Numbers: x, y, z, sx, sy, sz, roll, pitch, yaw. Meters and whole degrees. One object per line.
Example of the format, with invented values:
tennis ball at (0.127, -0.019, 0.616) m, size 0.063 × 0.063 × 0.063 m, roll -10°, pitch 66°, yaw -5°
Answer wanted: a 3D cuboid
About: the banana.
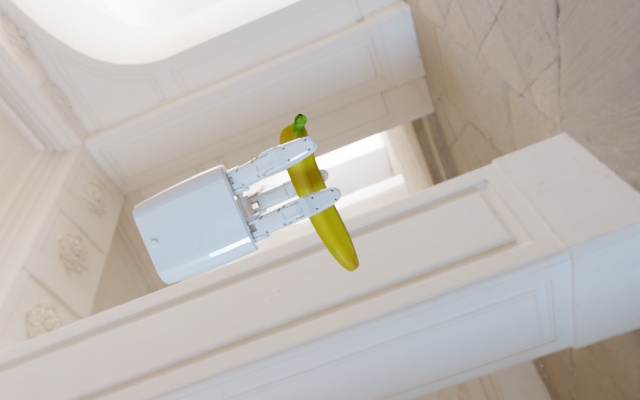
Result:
banana at (-0.006, -0.007, 0.544) m, size 0.037 × 0.198 × 0.069 m, roll -25°, pitch 25°, yaw -6°
